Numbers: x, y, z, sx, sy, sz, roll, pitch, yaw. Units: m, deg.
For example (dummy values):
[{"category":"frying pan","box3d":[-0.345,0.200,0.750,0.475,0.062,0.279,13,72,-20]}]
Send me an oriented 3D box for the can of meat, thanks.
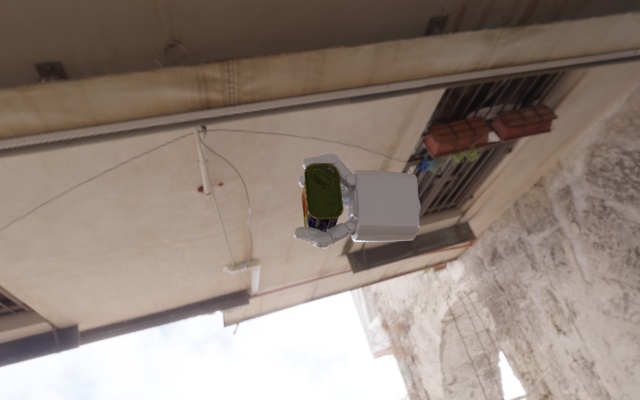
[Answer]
[{"category":"can of meat","box3d":[0.000,0.003,0.796,0.057,0.102,0.084,-2,-28,-9]}]
